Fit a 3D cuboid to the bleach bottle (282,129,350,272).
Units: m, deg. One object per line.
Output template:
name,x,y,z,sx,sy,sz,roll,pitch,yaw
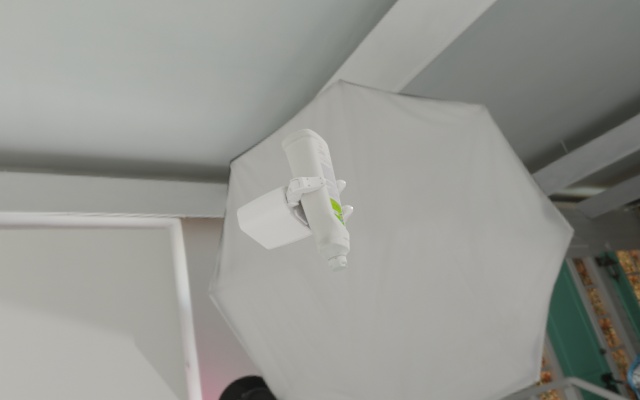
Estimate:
bleach bottle,0.000,0.003,0.852,0.068,0.250,0.102,-23,-25,20
